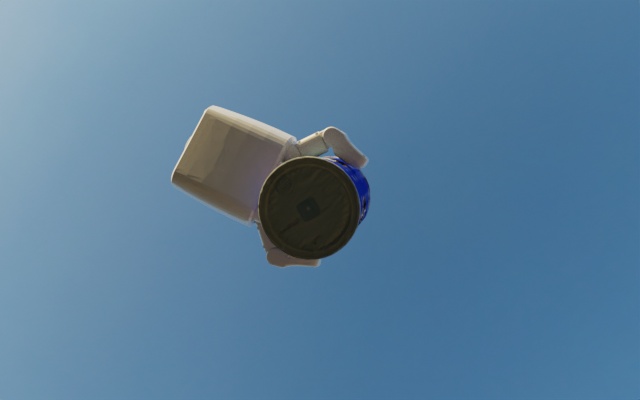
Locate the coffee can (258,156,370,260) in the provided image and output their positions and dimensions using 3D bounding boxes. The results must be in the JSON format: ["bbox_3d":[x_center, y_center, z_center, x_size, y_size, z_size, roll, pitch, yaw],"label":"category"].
[{"bbox_3d":[0.000,0.002,0.536,0.103,0.103,0.140,0,5,10],"label":"coffee can"}]
